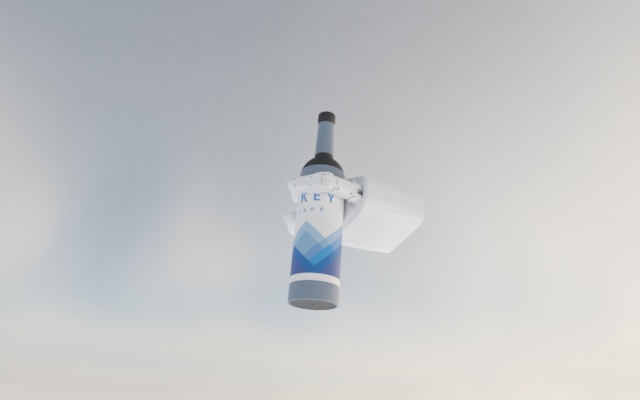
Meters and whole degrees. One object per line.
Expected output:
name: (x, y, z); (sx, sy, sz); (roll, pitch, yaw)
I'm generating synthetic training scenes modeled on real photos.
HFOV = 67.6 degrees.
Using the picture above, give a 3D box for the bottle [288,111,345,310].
bottle: (0.000, 0.002, 0.680); (0.069, 0.295, 0.069); (4, -24, 2)
